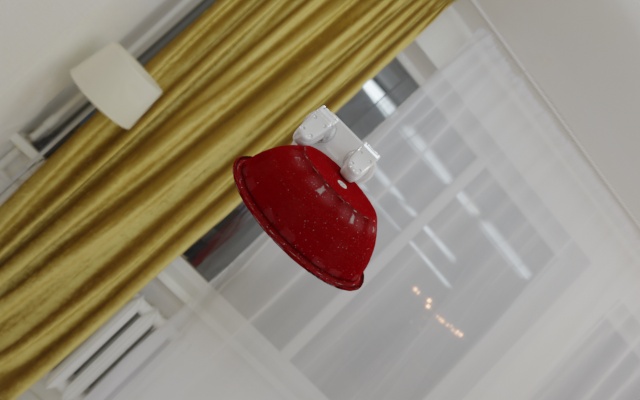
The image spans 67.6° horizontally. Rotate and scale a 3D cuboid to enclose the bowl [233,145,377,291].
[{"bbox_3d":[0.000,0.002,0.430,0.055,0.162,0.162,-44,-15,16],"label":"bowl"}]
